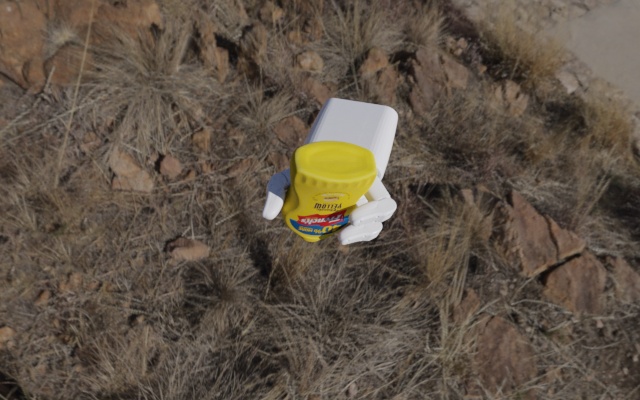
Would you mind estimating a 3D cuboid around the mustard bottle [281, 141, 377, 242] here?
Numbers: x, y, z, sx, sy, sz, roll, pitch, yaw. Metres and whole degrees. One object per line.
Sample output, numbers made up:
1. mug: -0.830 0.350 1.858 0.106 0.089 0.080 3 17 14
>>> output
1. mustard bottle: 0.000 0.002 0.604 0.096 0.058 0.192 0 -29 -13
